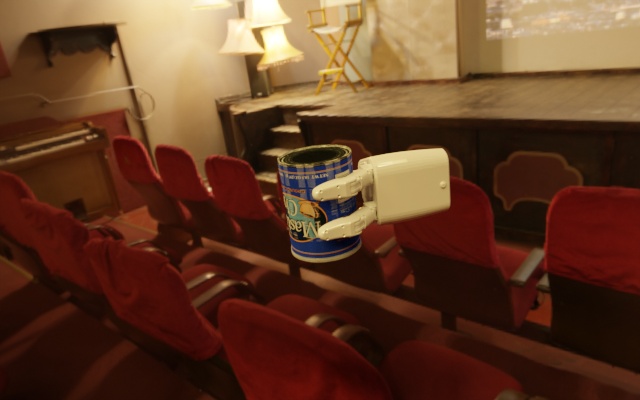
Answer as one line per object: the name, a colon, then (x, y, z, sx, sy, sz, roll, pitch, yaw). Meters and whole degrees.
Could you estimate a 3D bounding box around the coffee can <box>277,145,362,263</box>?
coffee can: (0.000, 0.002, 0.673, 0.103, 0.140, 0.102, -7, 20, 2)
